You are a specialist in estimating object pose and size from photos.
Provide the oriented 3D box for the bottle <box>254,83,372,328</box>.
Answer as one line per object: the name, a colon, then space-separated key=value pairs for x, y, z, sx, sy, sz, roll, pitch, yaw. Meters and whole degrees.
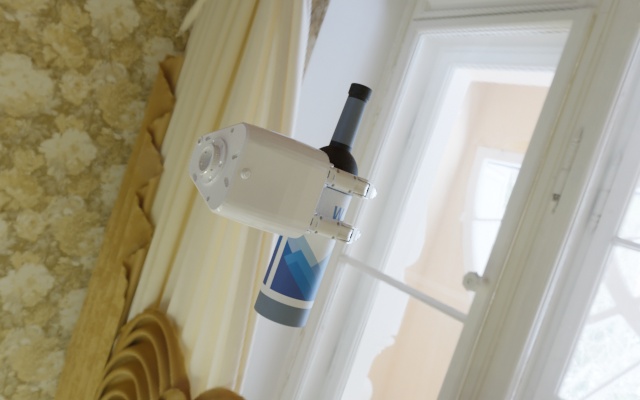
bottle: x=0.000 y=0.002 z=0.577 sx=0.069 sy=0.295 sz=0.069 roll=20 pitch=1 yaw=0
